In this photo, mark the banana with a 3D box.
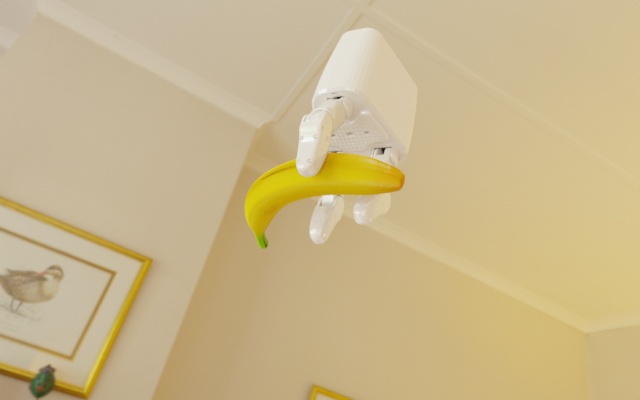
[{"bbox_3d":[-0.015,-0.009,0.448,0.070,0.037,0.198,42,-43,-24],"label":"banana"}]
